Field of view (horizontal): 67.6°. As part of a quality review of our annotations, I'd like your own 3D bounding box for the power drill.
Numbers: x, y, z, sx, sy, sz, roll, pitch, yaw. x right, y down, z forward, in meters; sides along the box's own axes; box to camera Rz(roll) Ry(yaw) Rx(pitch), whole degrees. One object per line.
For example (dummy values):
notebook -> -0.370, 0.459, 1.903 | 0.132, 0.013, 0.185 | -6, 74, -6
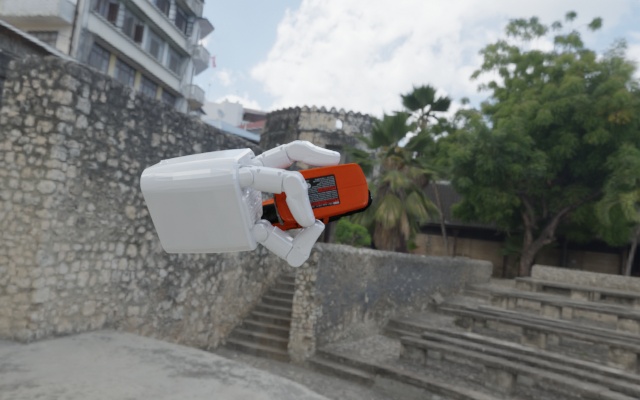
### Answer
power drill -> 0.000, 0.002, 0.617 | 0.184, 0.057, 0.188 | -13, -7, -13
